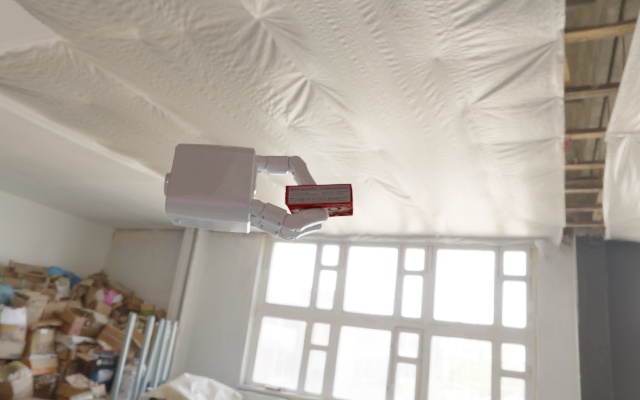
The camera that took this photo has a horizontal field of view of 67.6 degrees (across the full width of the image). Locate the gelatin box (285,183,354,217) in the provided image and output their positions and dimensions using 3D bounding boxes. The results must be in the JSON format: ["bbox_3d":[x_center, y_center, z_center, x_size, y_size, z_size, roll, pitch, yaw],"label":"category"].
[{"bbox_3d":[0.000,0.002,0.648,0.089,0.030,0.073,-3,-16,4],"label":"gelatin box"}]
